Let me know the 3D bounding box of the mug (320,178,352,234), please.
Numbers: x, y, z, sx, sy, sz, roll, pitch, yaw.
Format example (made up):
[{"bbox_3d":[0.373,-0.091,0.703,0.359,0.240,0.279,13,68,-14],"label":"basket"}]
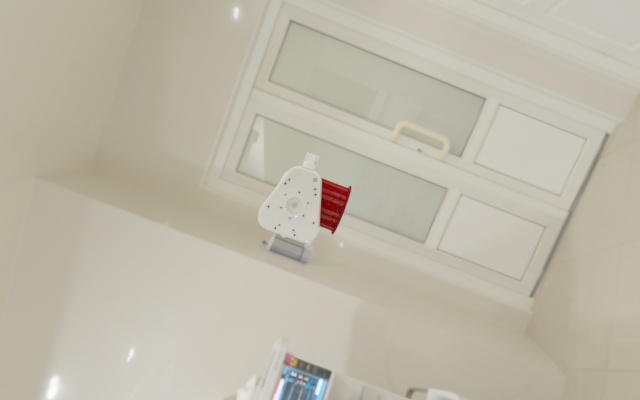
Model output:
[{"bbox_3d":[0.000,0.003,0.863,0.081,0.093,0.117,21,0,-3],"label":"mug"}]
